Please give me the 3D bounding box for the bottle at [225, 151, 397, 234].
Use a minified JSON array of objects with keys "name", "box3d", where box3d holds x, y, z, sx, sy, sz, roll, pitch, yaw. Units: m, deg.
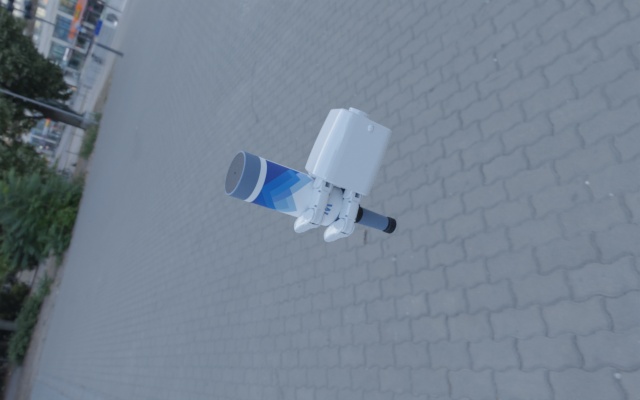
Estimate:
[{"name":"bottle","box3d":[0.000,0.002,0.745,0.296,0.069,0.069,19,-10,-29]}]
